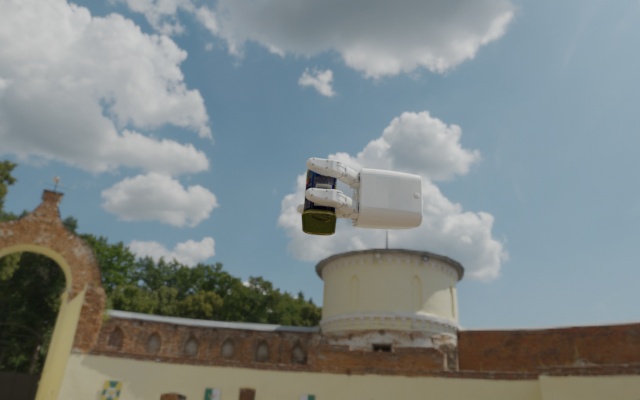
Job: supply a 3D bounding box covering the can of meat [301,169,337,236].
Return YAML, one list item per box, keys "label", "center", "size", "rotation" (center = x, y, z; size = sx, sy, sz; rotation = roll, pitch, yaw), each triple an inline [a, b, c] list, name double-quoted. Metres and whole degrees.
- label: "can of meat"
  center: [0.000, 0.002, 0.811]
  size: [0.057, 0.084, 0.102]
  rotation: [4, -24, 1]
